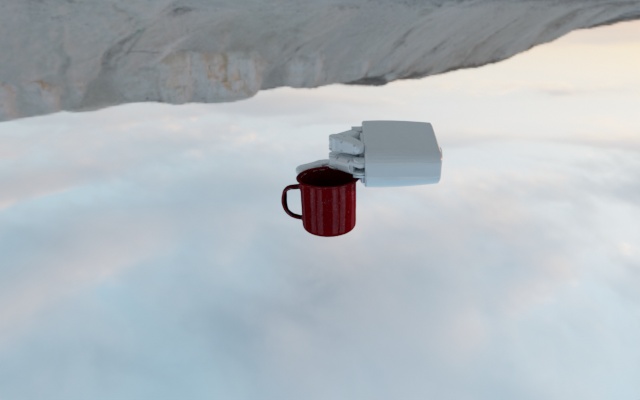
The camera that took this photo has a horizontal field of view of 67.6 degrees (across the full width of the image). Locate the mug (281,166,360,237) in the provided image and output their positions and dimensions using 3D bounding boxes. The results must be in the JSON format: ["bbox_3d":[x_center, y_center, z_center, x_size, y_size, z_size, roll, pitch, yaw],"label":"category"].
[{"bbox_3d":[-0.001,0.003,0.708,0.117,0.081,0.093,-1,23,2],"label":"mug"}]
